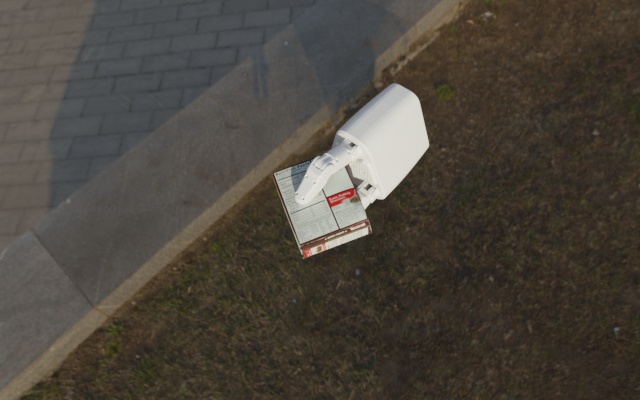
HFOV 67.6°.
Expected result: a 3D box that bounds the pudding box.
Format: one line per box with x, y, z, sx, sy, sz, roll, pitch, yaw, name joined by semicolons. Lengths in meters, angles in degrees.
0.000;0.002;0.581;0.090;0.113;0.039;-21;-31;-3;pudding box
